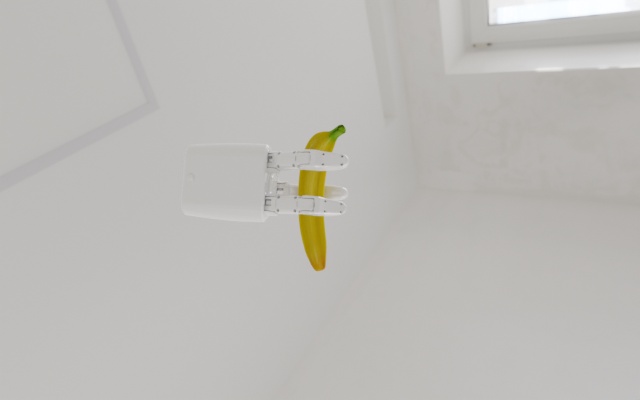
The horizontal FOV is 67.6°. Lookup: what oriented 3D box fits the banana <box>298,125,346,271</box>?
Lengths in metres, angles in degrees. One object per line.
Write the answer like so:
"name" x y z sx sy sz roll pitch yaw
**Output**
"banana" -0.006 -0.007 0.636 0.037 0.198 0.069 0 17 -23
